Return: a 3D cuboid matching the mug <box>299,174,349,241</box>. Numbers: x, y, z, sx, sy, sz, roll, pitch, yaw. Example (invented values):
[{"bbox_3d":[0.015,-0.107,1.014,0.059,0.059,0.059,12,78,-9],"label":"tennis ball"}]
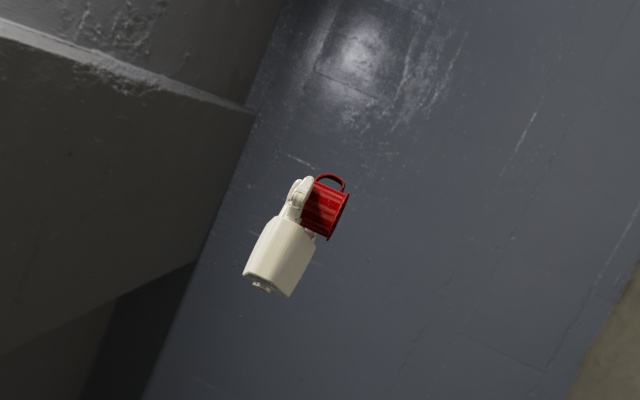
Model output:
[{"bbox_3d":[0.001,0.001,0.838,0.081,0.117,0.093,24,-20,6],"label":"mug"}]
